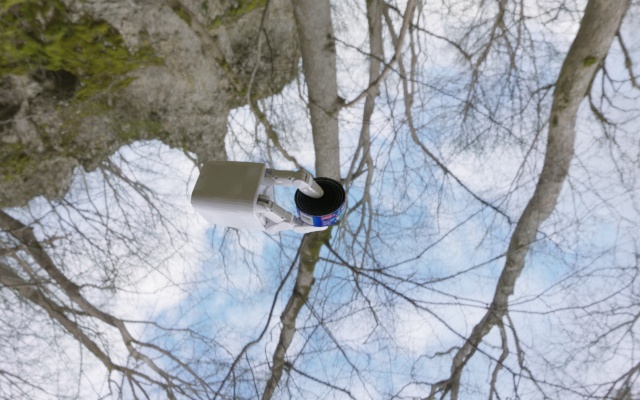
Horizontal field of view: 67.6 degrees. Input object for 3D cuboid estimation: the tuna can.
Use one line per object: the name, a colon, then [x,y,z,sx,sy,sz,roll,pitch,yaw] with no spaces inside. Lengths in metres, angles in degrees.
tuna can: [0.000,0.003,0.800,0.086,0.086,0.034,0,-40,7]
